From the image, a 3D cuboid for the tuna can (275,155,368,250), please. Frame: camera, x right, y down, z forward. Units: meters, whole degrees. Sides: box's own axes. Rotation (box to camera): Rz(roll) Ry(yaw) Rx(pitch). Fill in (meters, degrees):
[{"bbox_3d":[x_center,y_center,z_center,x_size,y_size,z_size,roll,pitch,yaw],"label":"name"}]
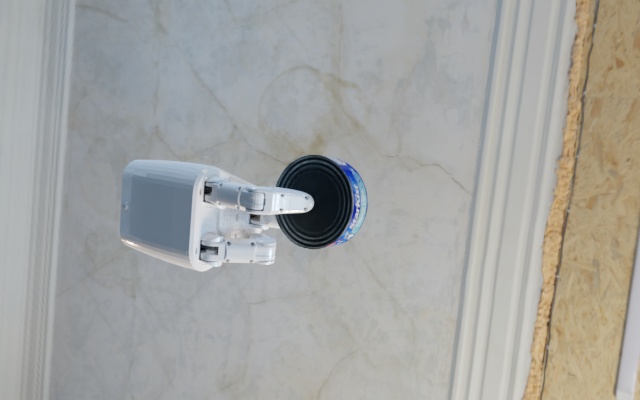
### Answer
[{"bbox_3d":[0.000,0.001,0.445,0.086,0.086,0.034,0,0,32],"label":"tuna can"}]
